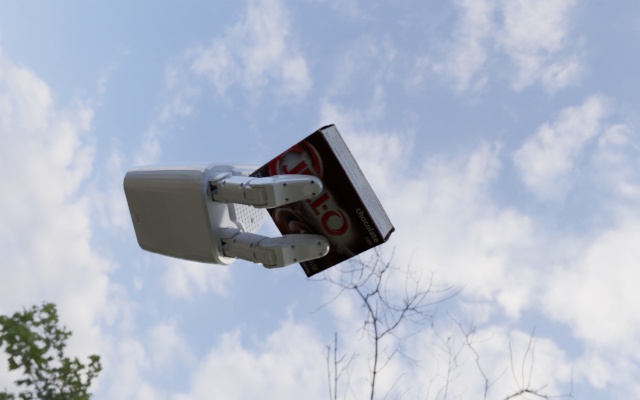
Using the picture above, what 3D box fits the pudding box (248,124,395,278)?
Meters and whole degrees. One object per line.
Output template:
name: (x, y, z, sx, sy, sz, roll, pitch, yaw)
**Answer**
pudding box: (0.000, 0.001, 0.430, 0.090, 0.113, 0.039, -29, 5, 32)
